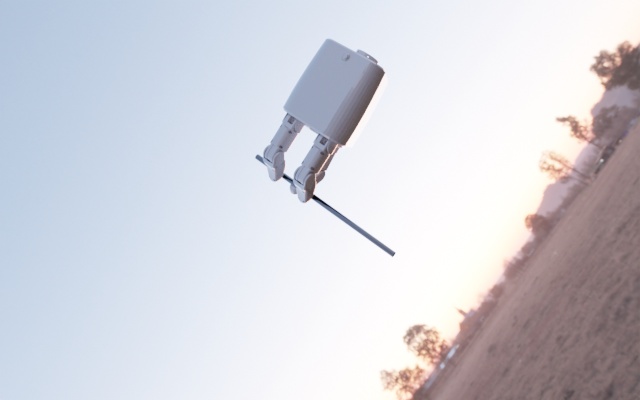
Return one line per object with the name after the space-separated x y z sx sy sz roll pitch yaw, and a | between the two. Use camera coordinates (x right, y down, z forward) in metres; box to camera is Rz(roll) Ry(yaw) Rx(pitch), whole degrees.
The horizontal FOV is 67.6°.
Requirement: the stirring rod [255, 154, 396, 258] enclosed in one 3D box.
0.000 0.002 0.630 0.239 0.011 0.011 36 15 23 | stirring rod
